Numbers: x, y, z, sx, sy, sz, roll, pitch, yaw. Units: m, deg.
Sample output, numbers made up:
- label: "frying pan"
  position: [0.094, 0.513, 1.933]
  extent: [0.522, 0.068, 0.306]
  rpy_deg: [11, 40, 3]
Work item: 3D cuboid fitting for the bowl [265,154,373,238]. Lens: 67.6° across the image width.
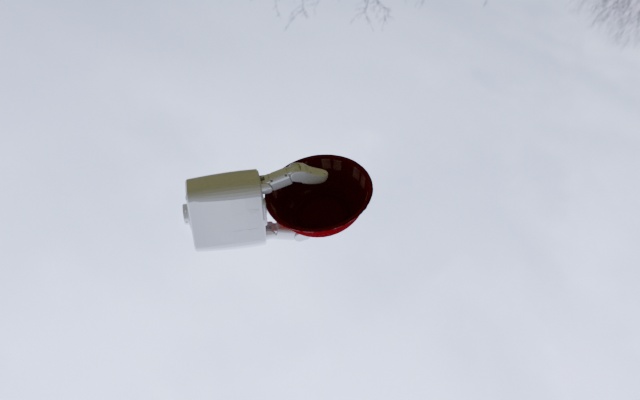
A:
- label: "bowl"
  position: [0.002, 0.003, 0.722]
  extent: [0.162, 0.162, 0.055]
  rpy_deg: [0, -44, 11]
